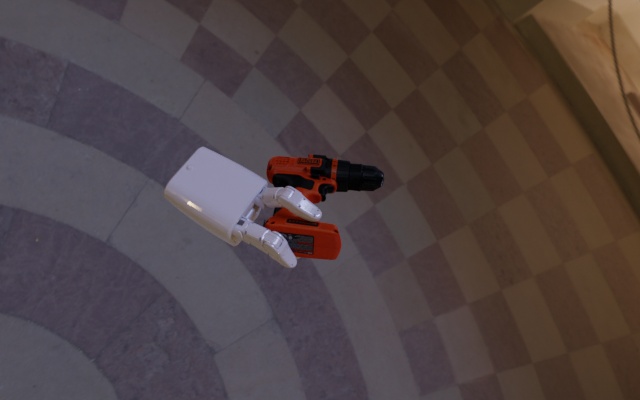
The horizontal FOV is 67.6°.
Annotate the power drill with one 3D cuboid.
[{"bbox_3d":[0.000,0.003,0.699,0.184,0.057,0.187,4,38,5],"label":"power drill"}]
